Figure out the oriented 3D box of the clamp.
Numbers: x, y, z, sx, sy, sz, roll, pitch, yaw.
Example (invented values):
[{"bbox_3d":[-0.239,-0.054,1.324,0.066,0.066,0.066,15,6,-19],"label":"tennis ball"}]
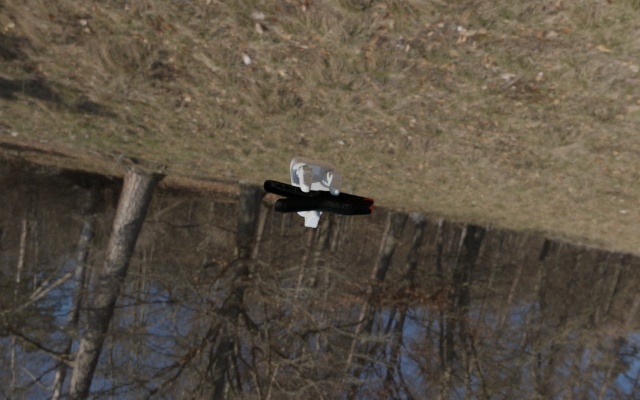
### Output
[{"bbox_3d":[0.000,0.004,0.876,0.210,0.036,0.164,8,14,-9],"label":"clamp"}]
